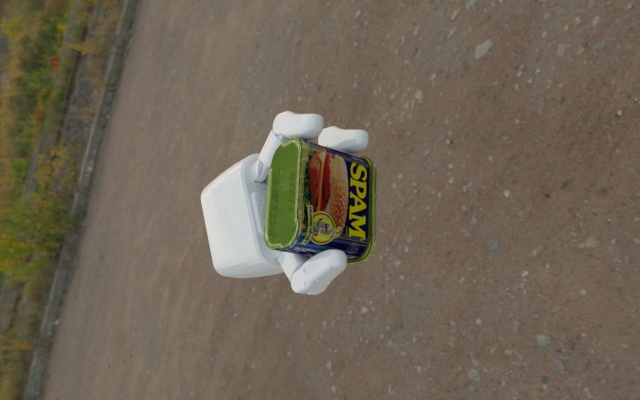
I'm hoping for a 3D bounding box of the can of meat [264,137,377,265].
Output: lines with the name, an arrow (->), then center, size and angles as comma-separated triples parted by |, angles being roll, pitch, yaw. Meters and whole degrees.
can of meat -> 0.000, 0.001, 0.426 | 0.084, 0.102, 0.057 | 14, -19, -35
